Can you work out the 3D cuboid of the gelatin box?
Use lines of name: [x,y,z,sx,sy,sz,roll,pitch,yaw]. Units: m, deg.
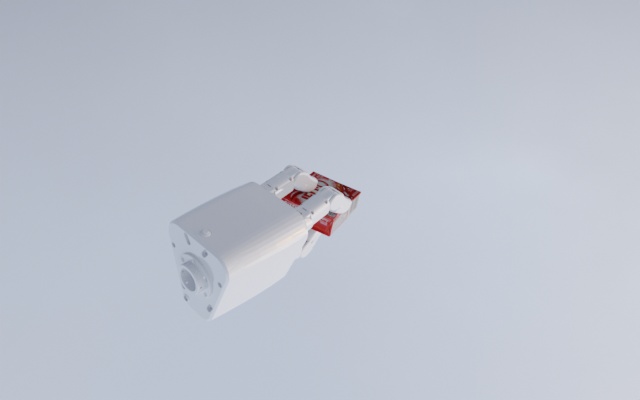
gelatin box: [0.000,0.002,0.603,0.073,0.030,0.089,24,33,18]
